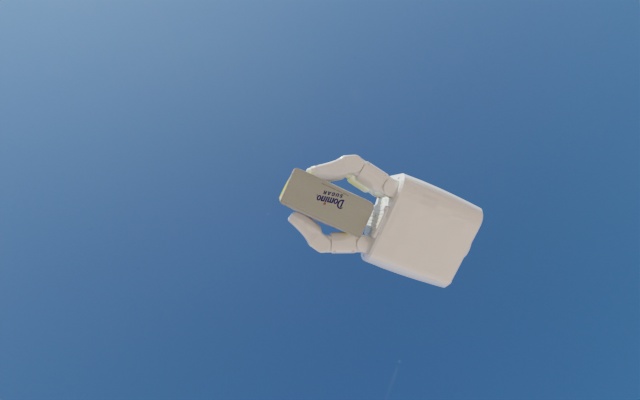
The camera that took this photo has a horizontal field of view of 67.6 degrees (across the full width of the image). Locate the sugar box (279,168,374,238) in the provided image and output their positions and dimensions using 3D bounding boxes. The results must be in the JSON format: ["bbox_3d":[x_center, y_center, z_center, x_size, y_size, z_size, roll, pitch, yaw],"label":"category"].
[{"bbox_3d":[0.000,0.001,0.566,0.093,0.048,0.176,24,-4,-5],"label":"sugar box"}]
